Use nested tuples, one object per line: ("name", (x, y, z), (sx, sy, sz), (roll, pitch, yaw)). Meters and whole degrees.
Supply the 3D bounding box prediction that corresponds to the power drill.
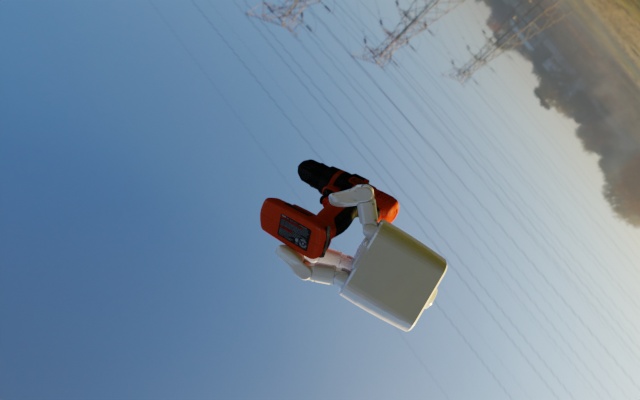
("power drill", (0.000, 0.003, 0.702), (0.184, 0.057, 0.187), (27, 34, 27))
